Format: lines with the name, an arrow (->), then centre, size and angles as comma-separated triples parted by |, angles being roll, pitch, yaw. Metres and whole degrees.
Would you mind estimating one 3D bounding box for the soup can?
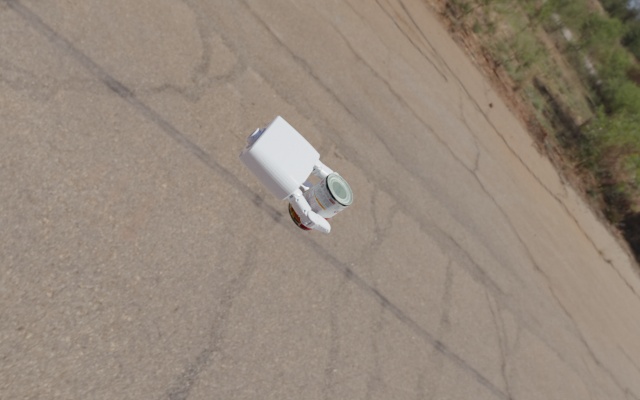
soup can -> 0.001, 0.003, 0.867 | 0.102, 0.068, 0.068 | -34, -20, 33
